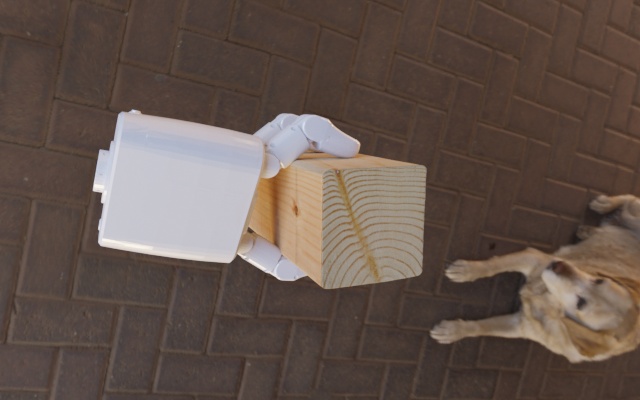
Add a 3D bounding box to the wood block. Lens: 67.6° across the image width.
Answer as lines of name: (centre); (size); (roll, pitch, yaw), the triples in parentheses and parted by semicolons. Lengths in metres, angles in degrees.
wood block: (0.000, 0.002, 0.447); (0.090, 0.091, 0.206); (-4, 12, -23)
